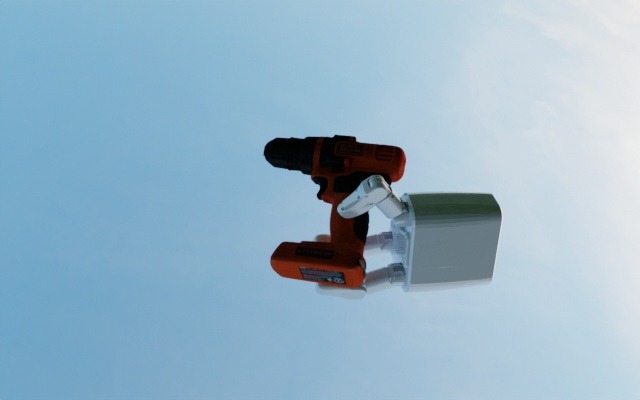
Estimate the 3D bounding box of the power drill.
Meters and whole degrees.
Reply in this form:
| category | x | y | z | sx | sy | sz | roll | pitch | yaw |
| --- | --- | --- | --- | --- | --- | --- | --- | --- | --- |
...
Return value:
| category | x | y | z | sx | sy | sz | roll | pitch | yaw |
| --- | --- | --- | --- | --- | --- | --- | --- | --- | --- |
| power drill | 0.000 | 0.002 | 0.572 | 0.184 | 0.187 | 0.057 | 6 | -29 | 15 |
